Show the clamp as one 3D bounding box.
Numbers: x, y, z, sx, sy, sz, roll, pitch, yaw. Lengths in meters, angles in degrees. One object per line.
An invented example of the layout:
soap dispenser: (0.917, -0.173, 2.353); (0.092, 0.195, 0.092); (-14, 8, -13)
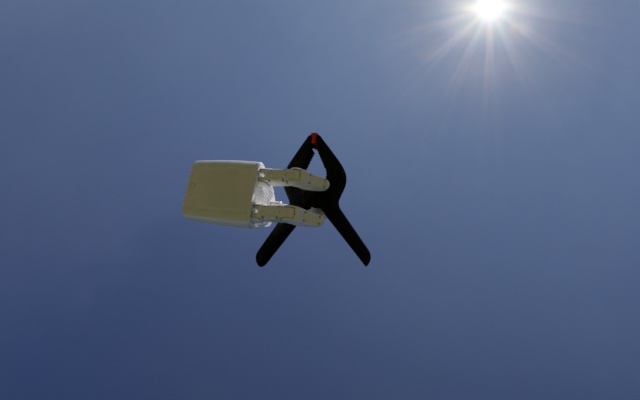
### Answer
clamp: (0.000, 0.002, 0.703); (0.164, 0.210, 0.036); (5, -16, 11)
